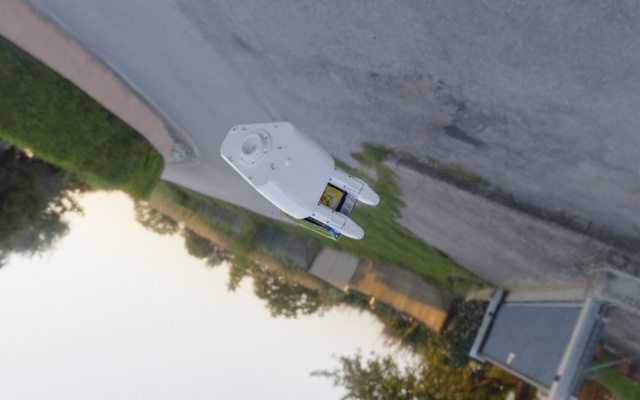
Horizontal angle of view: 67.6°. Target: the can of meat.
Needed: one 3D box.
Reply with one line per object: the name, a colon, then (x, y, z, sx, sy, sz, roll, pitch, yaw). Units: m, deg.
can of meat: (0.000, 0.003, 0.712, 0.102, 0.084, 0.057, 21, -9, 29)
